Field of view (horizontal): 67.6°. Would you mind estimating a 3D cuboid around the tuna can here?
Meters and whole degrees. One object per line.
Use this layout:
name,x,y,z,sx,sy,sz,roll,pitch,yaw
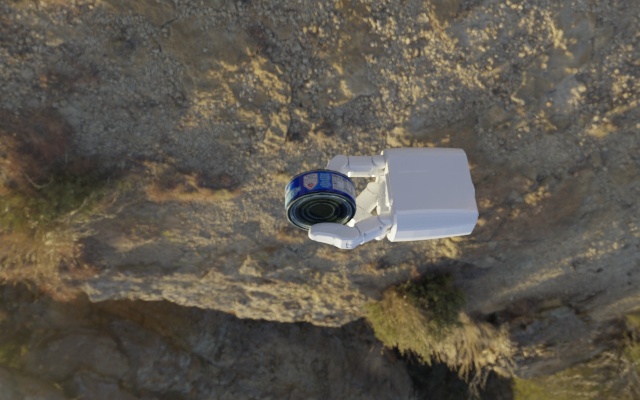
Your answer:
tuna can,0.000,0.002,0.571,0.086,0.033,0.086,-2,-35,-1
